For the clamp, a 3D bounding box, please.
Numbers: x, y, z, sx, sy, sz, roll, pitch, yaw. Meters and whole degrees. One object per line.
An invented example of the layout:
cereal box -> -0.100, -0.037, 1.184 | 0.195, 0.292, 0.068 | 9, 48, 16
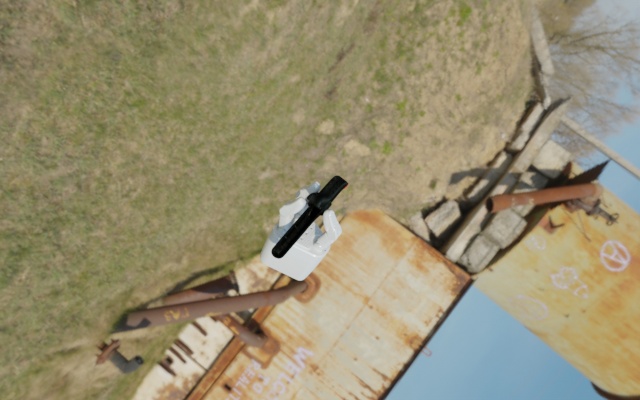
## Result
clamp -> 0.001, 0.003, 0.863 | 0.210, 0.036, 0.165 | -46, -6, -44
